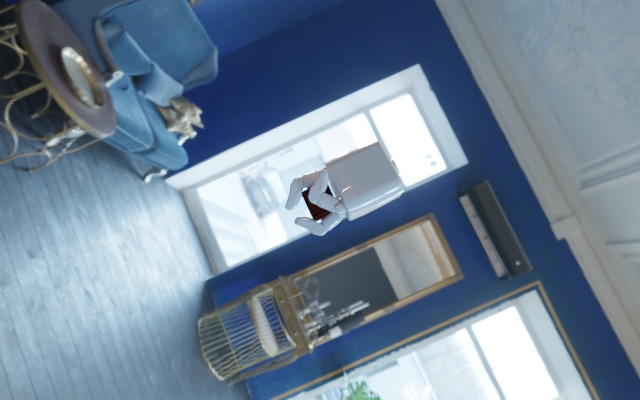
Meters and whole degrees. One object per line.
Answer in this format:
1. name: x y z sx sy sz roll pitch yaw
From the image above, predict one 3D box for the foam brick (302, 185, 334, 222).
1. foam brick: 0.000 0.003 0.875 0.051 0.053 0.078 -25 -8 -1
